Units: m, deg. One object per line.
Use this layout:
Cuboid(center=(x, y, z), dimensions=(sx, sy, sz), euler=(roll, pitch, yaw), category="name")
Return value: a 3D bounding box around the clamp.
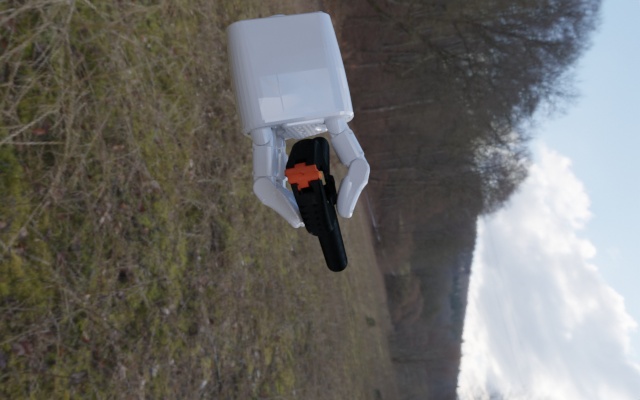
Cuboid(center=(0.001, 0.001, 0.491), dimensions=(0.036, 0.164, 0.210), euler=(-11, -2, 6), category="clamp")
